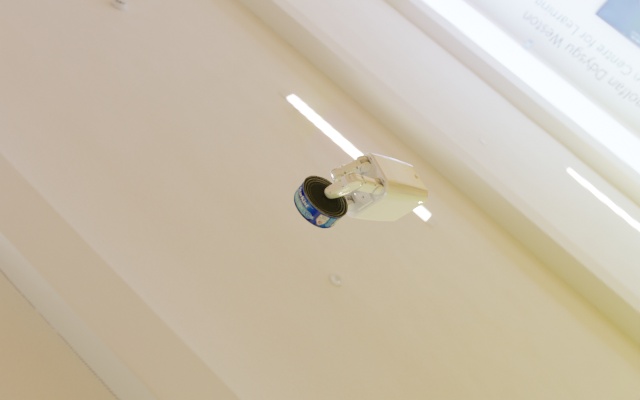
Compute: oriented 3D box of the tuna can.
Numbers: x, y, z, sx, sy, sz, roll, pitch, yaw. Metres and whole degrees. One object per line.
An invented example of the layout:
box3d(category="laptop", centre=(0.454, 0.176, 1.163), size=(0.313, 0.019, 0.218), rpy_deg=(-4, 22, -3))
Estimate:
box3d(category="tuna can", centre=(0.000, 0.003, 0.770), size=(0.086, 0.086, 0.034), rpy_deg=(0, -39, -45))
